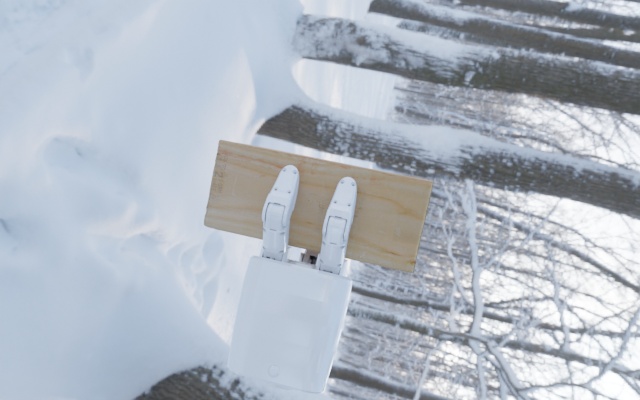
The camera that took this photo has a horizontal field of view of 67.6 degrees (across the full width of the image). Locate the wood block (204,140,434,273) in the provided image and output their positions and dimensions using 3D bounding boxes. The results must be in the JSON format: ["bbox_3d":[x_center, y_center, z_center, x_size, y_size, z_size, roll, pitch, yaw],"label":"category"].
[{"bbox_3d":[0.000,0.002,0.491,0.206,0.090,0.091,12,4,7],"label":"wood block"}]
